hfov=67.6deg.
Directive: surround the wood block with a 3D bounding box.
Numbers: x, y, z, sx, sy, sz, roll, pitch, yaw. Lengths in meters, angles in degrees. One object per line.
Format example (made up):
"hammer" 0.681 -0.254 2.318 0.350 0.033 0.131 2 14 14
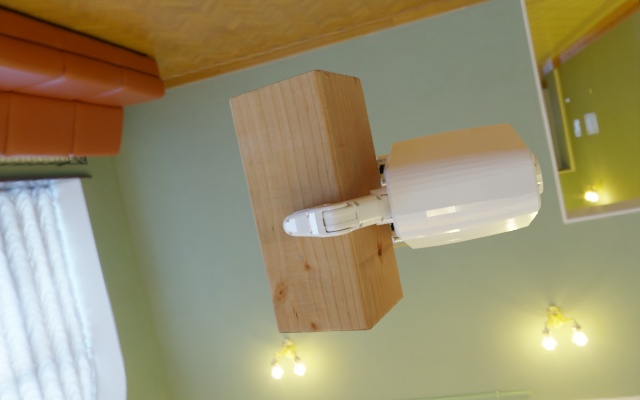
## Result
"wood block" 0.000 0.002 0.424 0.090 0.206 0.091 -10 3 29
